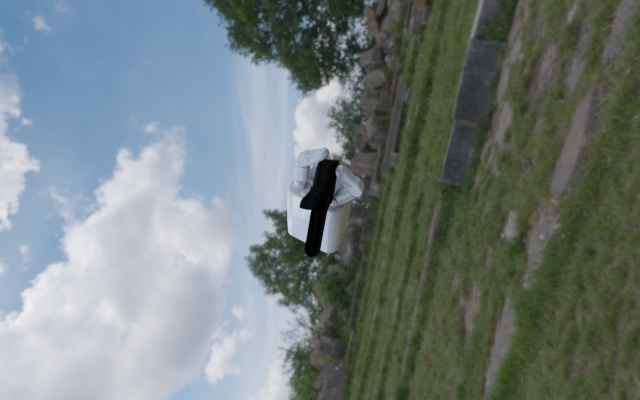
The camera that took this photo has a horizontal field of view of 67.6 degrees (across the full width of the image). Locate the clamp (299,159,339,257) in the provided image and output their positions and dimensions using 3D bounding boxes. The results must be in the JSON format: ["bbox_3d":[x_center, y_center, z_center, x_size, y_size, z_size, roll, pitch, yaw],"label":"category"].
[{"bbox_3d":[0.000,0.002,0.756,0.039,0.120,0.171,13,39,9],"label":"clamp"}]
